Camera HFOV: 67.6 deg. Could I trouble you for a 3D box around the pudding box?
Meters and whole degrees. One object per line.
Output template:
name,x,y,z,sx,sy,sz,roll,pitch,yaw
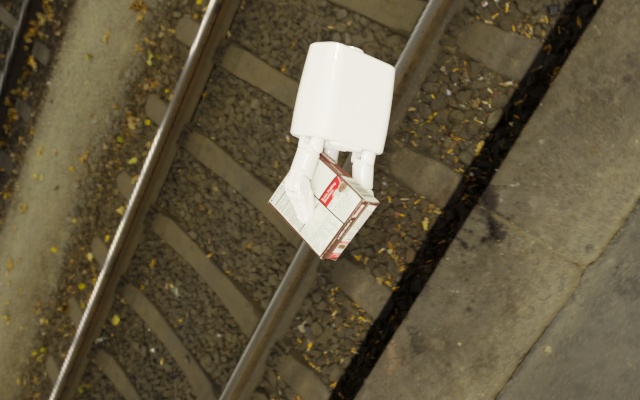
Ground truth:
pudding box,0.000,0.002,0.572,0.113,0.090,0.039,45,19,32
